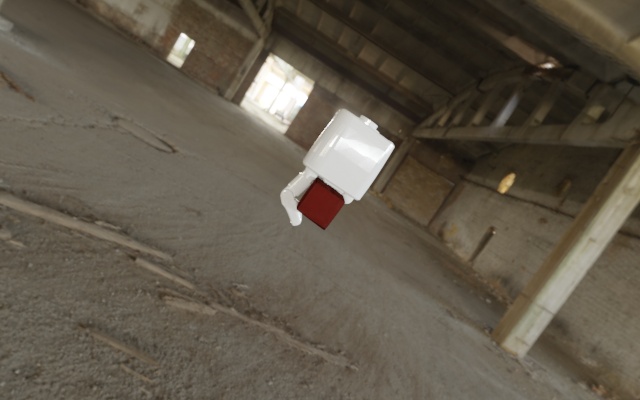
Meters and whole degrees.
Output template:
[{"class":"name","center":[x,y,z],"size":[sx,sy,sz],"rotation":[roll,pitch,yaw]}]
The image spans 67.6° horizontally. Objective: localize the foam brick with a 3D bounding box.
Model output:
[{"class":"foam brick","center":[0.000,0.003,0.718],"size":[0.053,0.051,0.078],"rotation":[37,7,-6]}]
